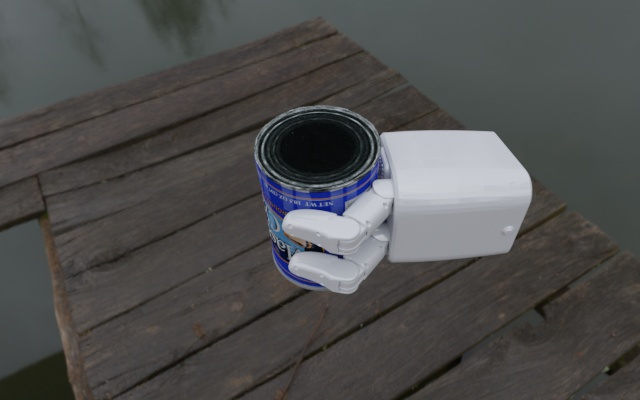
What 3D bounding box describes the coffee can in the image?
[{"bbox_3d":[0.000,0.001,0.433,0.103,0.102,0.140,0,-42,3],"label":"coffee can"}]
